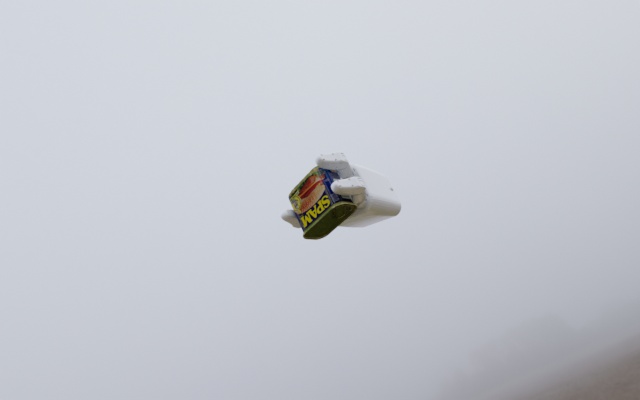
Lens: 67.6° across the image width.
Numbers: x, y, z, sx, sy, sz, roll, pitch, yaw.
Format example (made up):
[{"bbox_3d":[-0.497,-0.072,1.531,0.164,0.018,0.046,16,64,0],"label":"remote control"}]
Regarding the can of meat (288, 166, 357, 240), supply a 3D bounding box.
[{"bbox_3d":[0.000,0.002,0.792,0.057,0.084,0.102,7,-42,-46],"label":"can of meat"}]
